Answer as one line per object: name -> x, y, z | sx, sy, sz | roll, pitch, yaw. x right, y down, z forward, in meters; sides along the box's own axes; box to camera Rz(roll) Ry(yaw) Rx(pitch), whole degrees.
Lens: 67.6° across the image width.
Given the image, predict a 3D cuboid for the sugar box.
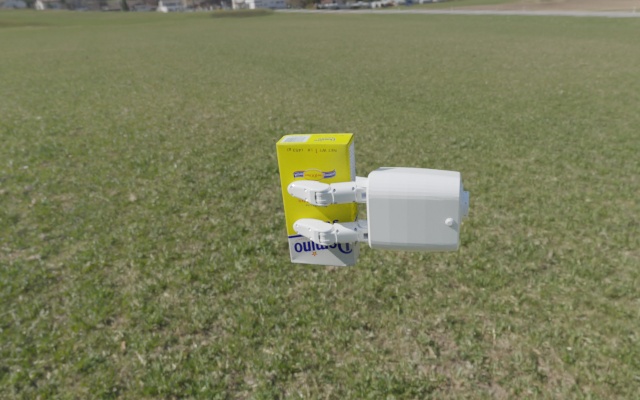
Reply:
sugar box -> 0.000, 0.002, 0.625 | 0.093, 0.176, 0.048 | 1, 25, 15
